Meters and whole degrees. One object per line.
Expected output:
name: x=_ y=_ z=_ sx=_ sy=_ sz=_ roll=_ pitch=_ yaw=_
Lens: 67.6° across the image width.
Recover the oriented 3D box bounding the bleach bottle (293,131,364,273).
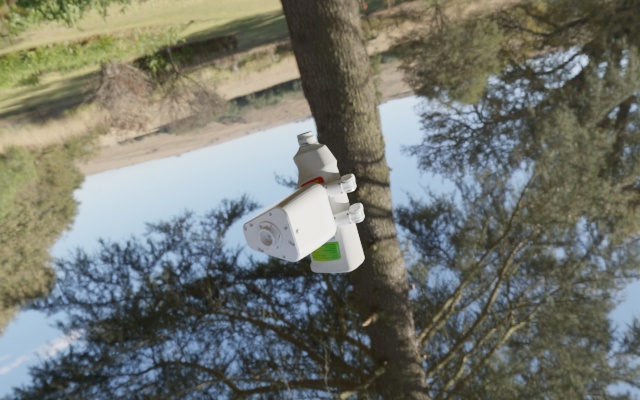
bleach bottle: x=0.000 y=0.003 z=0.850 sx=0.102 sy=0.251 sz=0.068 roll=-6 pitch=17 yaw=37
